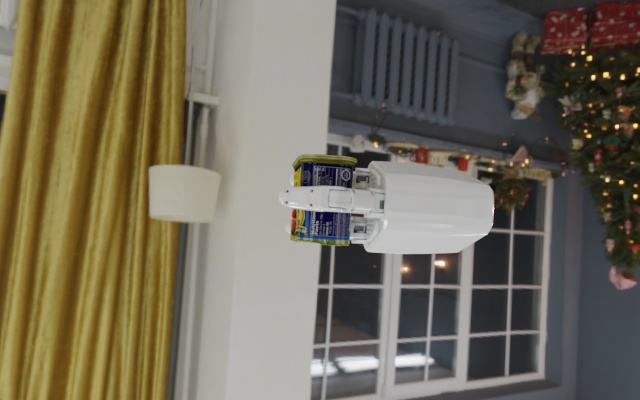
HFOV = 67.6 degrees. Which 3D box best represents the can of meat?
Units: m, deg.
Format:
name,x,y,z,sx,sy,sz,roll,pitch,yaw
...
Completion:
name,x,y,z,sx,sy,sz,roll,pitch,yaw
can of meat,0.000,0.002,0.489,0.057,0.084,0.102,3,-3,-8
